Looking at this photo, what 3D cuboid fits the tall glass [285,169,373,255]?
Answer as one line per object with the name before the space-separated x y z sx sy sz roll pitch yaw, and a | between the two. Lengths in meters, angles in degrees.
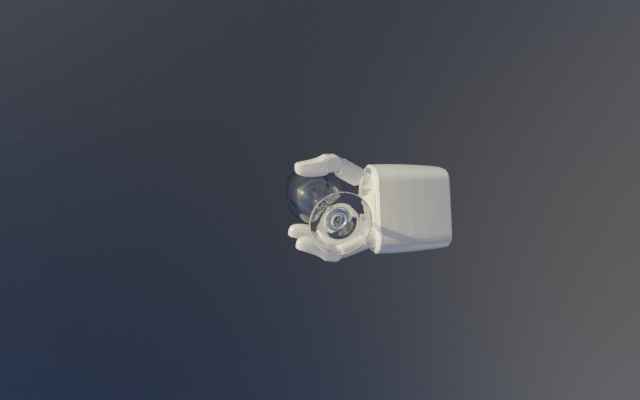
tall glass | 0.000 0.002 0.625 0.079 0.079 0.201 0 14 -14
